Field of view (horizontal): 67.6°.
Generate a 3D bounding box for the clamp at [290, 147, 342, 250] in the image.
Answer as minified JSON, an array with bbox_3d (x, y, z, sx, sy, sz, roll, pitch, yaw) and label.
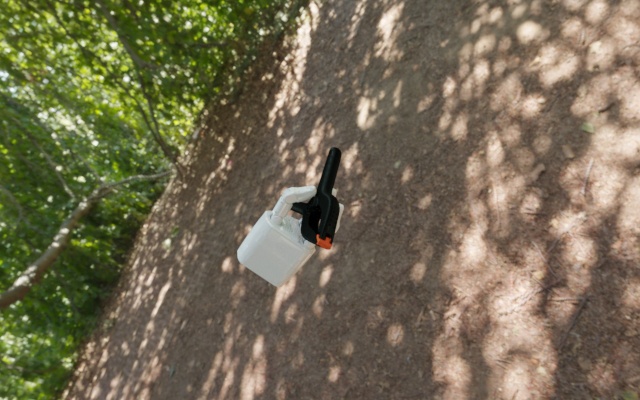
[{"bbox_3d":[-0.001,0.003,0.869,0.036,0.164,0.209,27,23,-26],"label":"clamp"}]
